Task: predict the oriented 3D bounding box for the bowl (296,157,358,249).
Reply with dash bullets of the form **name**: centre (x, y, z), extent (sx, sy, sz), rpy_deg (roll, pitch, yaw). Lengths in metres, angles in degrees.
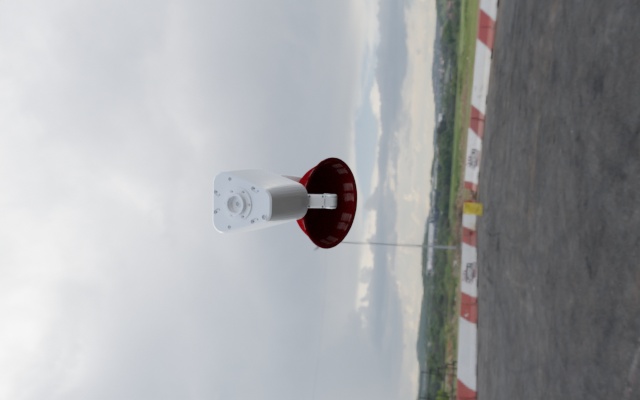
- **bowl**: centre (0.001, 0.003, 0.855), extent (0.055, 0.162, 0.162), rpy_deg (6, 4, 38)
